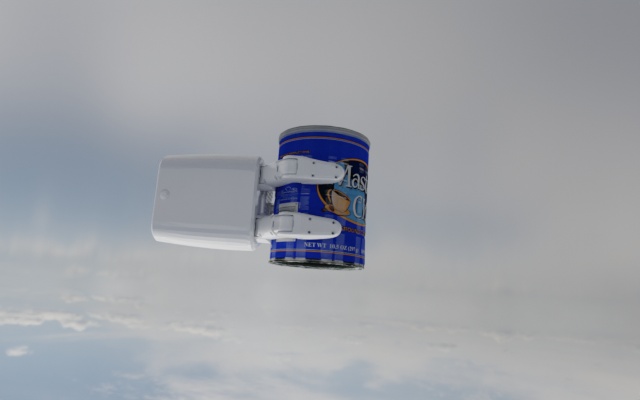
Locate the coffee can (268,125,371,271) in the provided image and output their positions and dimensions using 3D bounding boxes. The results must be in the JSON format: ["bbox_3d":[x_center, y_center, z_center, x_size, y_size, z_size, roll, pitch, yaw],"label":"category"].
[{"bbox_3d":[0.000,0.002,0.521,0.103,0.140,0.103,4,-12,1],"label":"coffee can"}]
